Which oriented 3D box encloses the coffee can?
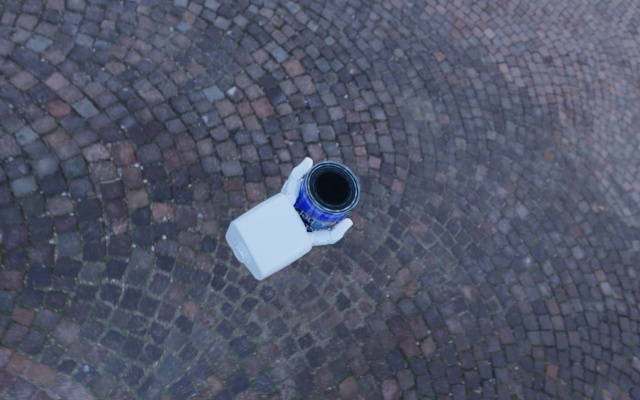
[{"bbox_3d":[0.000,0.003,0.892,0.103,0.102,0.140,0,-23,-20],"label":"coffee can"}]
